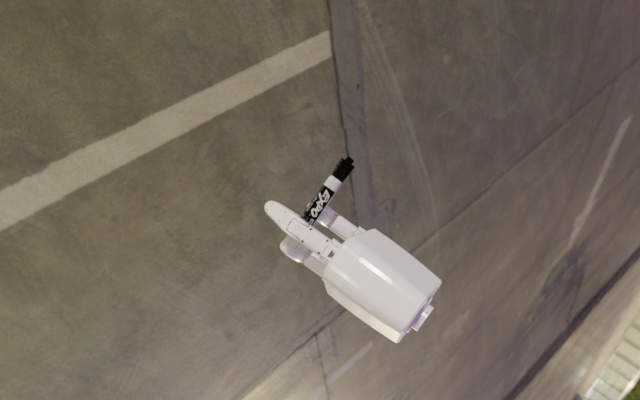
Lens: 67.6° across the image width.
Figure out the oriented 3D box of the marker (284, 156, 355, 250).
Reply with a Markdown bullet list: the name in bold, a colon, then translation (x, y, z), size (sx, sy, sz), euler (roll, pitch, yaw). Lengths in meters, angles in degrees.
- **marker**: translation (0.000, 0.002, 0.543), size (0.020, 0.121, 0.020), euler (35, 2, -1)
